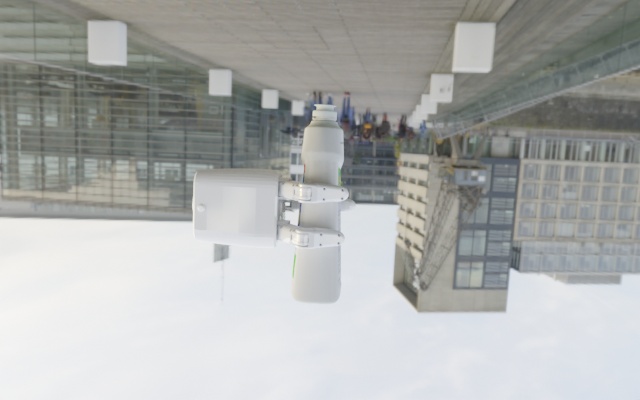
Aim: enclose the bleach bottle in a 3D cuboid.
[{"bbox_3d":[0.000,0.002,0.631,0.068,0.251,0.102,3,7,1],"label":"bleach bottle"}]
